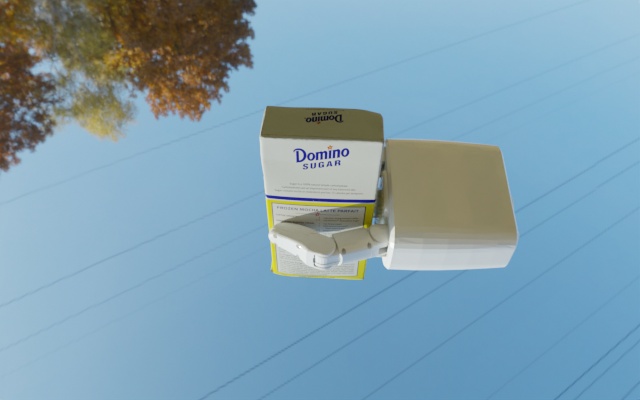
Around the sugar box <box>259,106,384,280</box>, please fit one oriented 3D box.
[{"bbox_3d":[0.000,0.001,0.418,0.093,0.176,0.048,3,45,0],"label":"sugar box"}]
